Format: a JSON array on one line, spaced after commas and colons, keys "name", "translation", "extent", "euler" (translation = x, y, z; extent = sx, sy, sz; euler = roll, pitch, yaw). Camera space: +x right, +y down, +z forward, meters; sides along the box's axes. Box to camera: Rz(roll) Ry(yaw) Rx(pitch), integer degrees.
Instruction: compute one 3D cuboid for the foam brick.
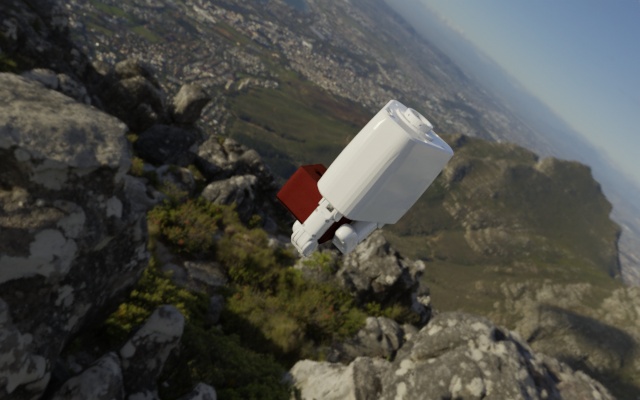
[{"name": "foam brick", "translation": [0.000, 0.002, 0.546], "extent": [0.078, 0.051, 0.053], "euler": [46, 25, 15]}]
